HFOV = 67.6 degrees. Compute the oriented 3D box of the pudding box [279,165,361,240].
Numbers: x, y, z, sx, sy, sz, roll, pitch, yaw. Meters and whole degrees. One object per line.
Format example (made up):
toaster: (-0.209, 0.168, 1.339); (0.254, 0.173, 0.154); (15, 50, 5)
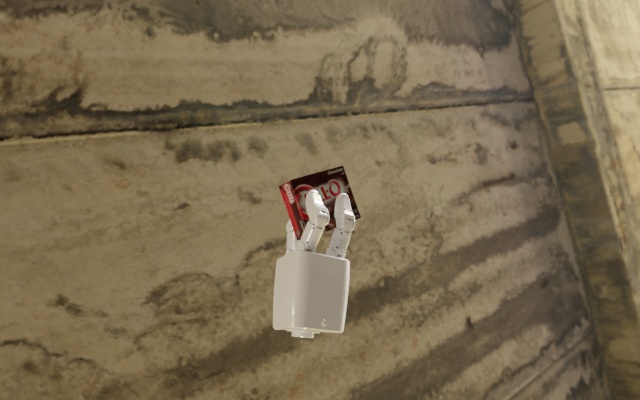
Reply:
pudding box: (0.000, 0.003, 0.737); (0.113, 0.090, 0.039); (-19, 0, -40)
